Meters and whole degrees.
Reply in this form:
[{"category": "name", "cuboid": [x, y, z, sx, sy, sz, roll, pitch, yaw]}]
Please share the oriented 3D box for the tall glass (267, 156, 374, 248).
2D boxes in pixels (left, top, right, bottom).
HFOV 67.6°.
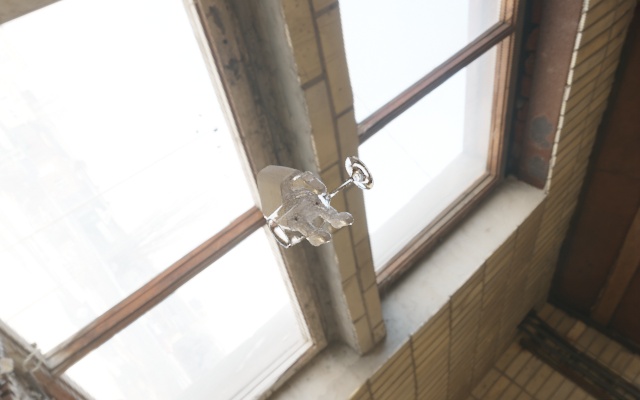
[{"category": "tall glass", "cuboid": [0.001, 0.002, 0.858, 0.201, 0.079, 0.079, -36, 16, -24]}]
